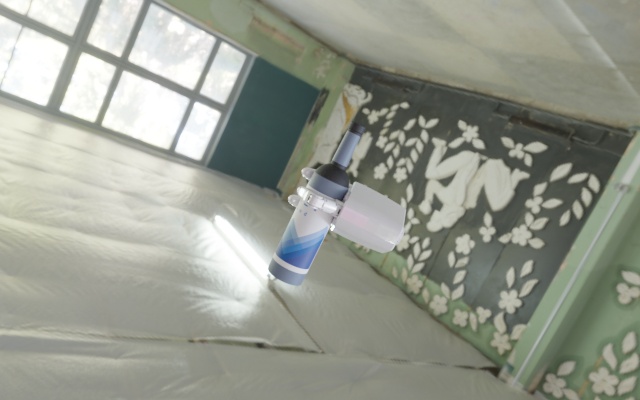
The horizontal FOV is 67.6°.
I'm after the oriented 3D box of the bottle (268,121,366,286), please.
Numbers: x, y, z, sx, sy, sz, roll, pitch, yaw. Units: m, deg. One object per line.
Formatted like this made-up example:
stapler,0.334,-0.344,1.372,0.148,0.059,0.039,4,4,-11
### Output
bottle,0.000,0.003,0.823,0.069,0.296,0.069,25,8,-4
